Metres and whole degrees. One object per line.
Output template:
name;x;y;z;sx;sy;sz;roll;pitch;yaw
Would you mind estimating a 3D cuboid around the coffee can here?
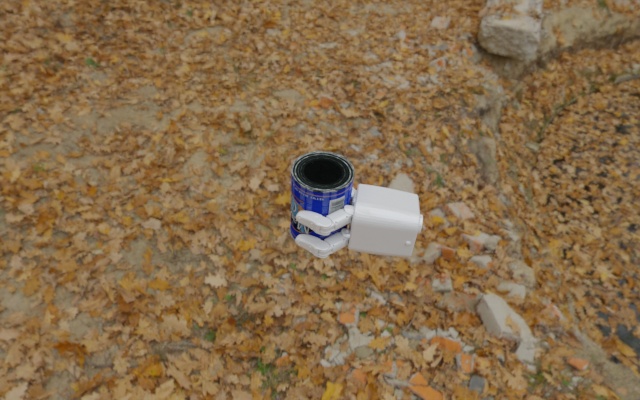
coffee can;0.000;0.003;0.809;0.103;0.140;0.102;2;43;-2
